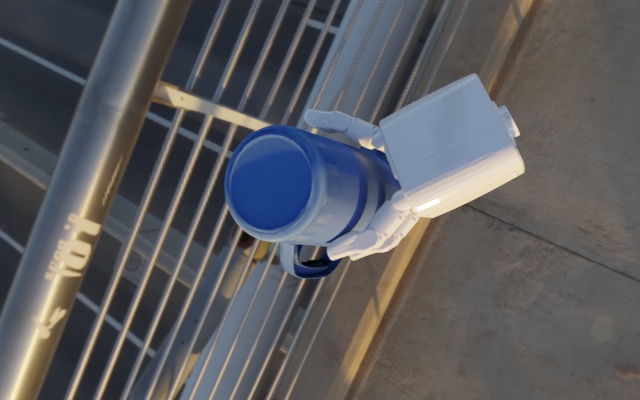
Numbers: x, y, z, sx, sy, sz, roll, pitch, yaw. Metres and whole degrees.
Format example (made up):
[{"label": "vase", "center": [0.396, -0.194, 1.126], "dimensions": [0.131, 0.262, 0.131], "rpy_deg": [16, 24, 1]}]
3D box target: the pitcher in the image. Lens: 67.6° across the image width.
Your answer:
[{"label": "pitcher", "center": [0.000, 0.002, 0.536], "dimensions": [0.145, 0.149, 0.243], "rpy_deg": [-25, -13, 21]}]
